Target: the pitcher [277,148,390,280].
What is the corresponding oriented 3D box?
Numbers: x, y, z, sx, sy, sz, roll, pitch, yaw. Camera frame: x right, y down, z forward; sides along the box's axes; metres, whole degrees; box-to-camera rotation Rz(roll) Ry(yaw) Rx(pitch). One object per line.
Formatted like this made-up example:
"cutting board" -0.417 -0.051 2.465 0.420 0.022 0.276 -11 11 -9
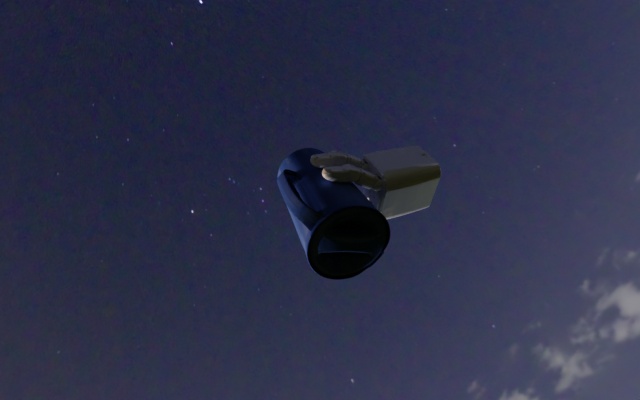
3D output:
"pitcher" 0.000 0.003 0.792 0.145 0.149 0.242 -14 35 -14
